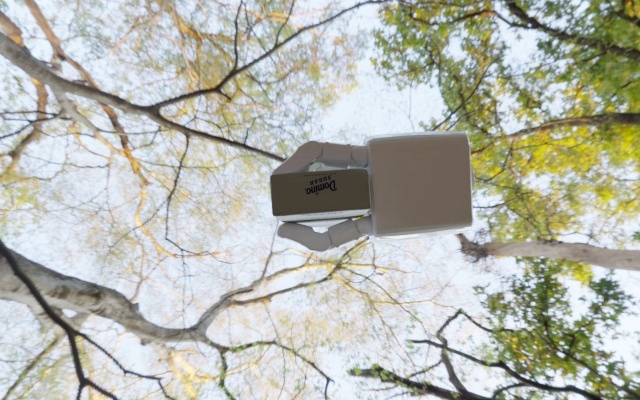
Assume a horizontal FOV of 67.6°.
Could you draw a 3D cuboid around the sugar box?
[{"bbox_3d":[0.000,0.001,0.519,0.093,0.048,0.176,-4,-9,-1],"label":"sugar box"}]
